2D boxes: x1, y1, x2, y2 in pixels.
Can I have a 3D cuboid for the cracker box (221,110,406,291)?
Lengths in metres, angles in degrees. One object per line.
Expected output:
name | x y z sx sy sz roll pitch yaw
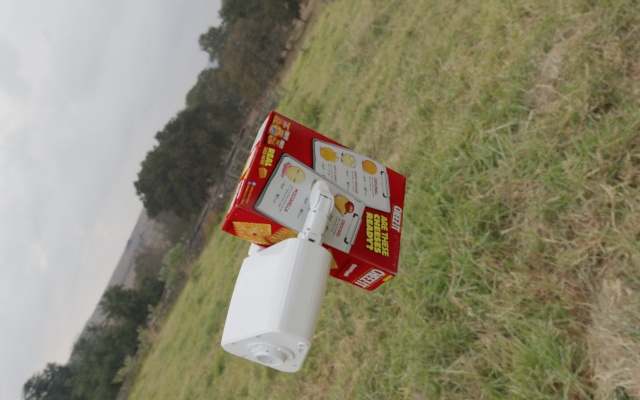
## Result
cracker box | 0.000 0.002 0.623 0.214 0.164 0.072 25 -38 -15
